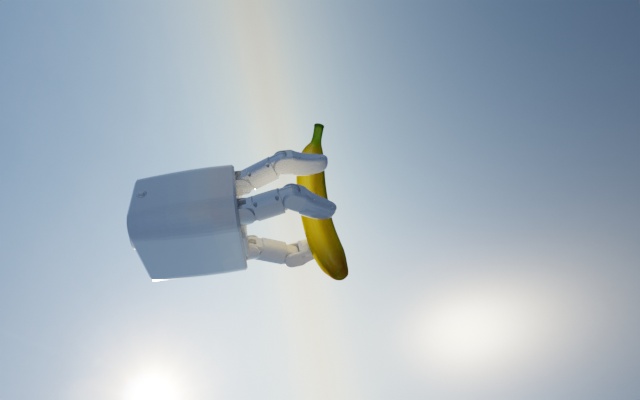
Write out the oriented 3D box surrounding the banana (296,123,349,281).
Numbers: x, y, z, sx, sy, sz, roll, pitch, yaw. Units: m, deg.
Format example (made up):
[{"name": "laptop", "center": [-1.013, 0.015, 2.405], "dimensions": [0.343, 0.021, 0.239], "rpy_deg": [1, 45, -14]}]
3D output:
[{"name": "banana", "center": [-0.003, 0.008, 0.544], "dimensions": [0.037, 0.197, 0.070], "rpy_deg": [-4, -30, -11]}]
